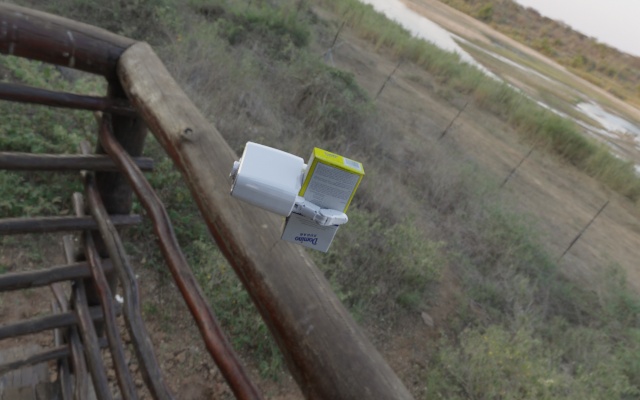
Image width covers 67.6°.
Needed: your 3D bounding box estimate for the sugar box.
[{"bbox_3d":[0.000,0.002,0.850,0.093,0.176,0.048,19,29,-13],"label":"sugar box"}]
